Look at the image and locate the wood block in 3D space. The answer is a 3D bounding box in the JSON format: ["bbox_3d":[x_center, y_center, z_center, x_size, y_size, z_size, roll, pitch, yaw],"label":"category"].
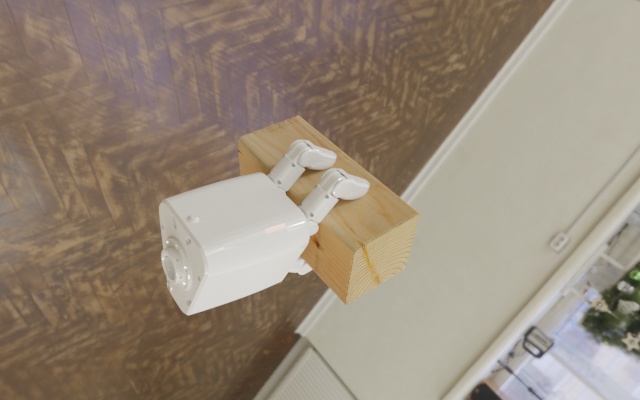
[{"bbox_3d":[0.000,0.002,0.538,0.090,0.091,0.206,-26,52,-28],"label":"wood block"}]
